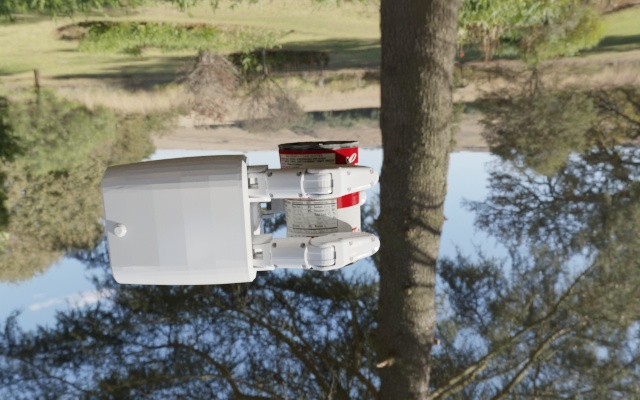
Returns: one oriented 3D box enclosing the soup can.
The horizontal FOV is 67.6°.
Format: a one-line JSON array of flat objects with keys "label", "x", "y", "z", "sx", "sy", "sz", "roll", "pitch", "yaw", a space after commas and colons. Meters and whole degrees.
[{"label": "soup can", "x": 0.001, "y": 0.002, "z": 0.410, "sx": 0.068, "sy": 0.102, "sz": 0.068, "roll": -2, "pitch": 9, "yaw": 0}]
